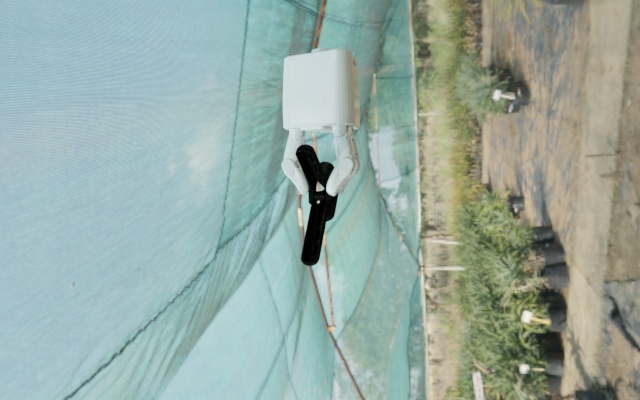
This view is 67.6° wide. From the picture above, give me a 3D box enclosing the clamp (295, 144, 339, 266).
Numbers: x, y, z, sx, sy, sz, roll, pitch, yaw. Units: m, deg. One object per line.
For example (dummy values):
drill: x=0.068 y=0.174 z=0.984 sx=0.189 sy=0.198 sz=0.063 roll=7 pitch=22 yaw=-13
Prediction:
clamp: x=-0.001 y=0.002 z=0.721 sx=0.036 sy=0.164 sz=0.210 roll=1 pitch=4 yaw=12
